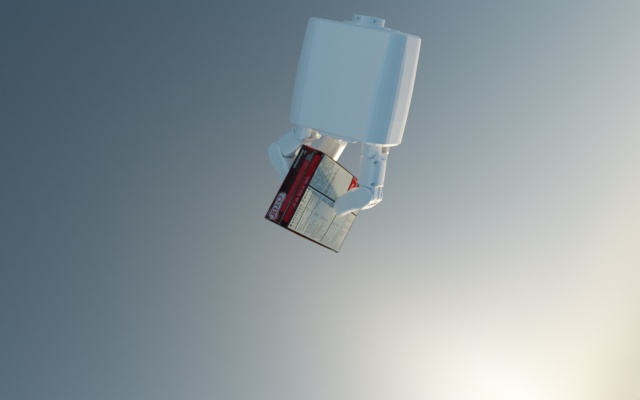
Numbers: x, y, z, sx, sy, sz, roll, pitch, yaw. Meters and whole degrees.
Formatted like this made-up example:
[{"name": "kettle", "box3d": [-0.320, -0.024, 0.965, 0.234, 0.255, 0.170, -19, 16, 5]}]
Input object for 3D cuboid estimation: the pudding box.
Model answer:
[{"name": "pudding box", "box3d": [0.000, 0.002, 0.535, 0.039, 0.090, 0.113, 26, -4, 39]}]
